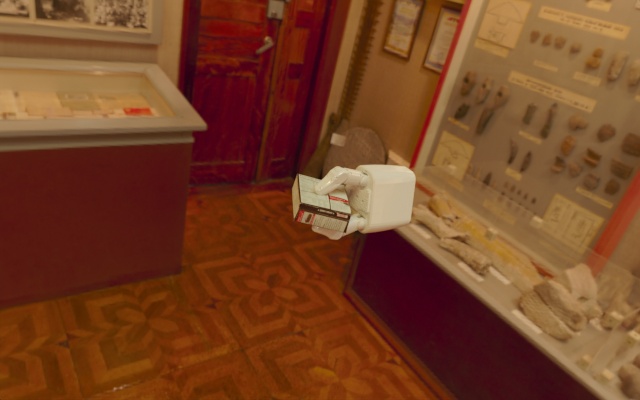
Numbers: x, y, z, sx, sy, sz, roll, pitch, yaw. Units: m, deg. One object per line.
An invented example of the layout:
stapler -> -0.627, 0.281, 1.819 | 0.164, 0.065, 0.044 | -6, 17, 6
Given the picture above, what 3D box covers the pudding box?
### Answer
pudding box -> 0.000, 0.002, 0.799 | 0.090, 0.039, 0.113 | 13, 25, -11
